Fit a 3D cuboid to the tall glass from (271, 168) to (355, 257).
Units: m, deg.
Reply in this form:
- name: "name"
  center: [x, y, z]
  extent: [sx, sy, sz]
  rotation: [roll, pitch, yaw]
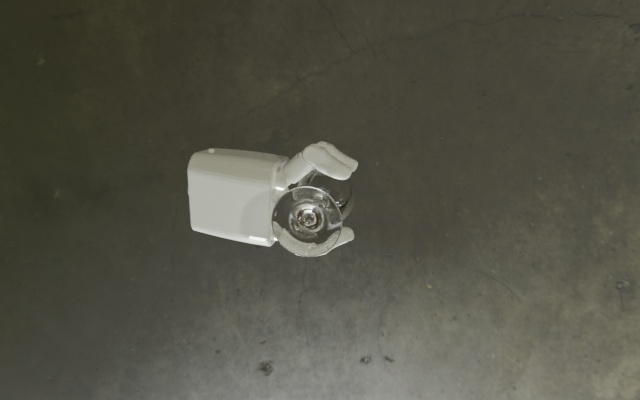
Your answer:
- name: "tall glass"
  center: [0.000, 0.002, 0.582]
  extent: [0.079, 0.079, 0.201]
  rotation: [0, 12, 9]
